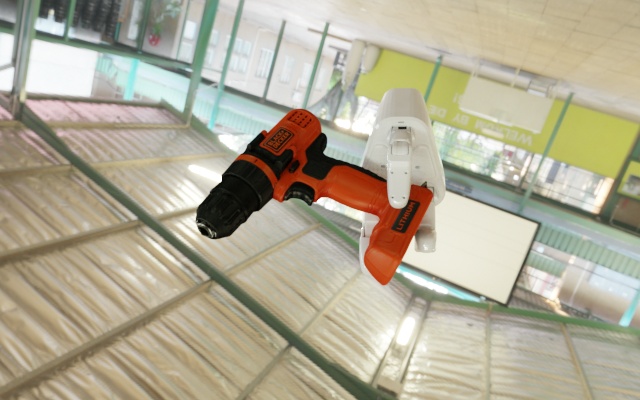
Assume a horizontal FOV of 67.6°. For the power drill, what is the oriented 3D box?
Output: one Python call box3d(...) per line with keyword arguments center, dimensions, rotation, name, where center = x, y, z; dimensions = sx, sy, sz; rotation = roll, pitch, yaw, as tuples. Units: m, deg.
box3d(center=(0.001, 0.002, 0.461), dimensions=(0.187, 0.184, 0.057), rotation=(30, -36, 9), name="power drill")
